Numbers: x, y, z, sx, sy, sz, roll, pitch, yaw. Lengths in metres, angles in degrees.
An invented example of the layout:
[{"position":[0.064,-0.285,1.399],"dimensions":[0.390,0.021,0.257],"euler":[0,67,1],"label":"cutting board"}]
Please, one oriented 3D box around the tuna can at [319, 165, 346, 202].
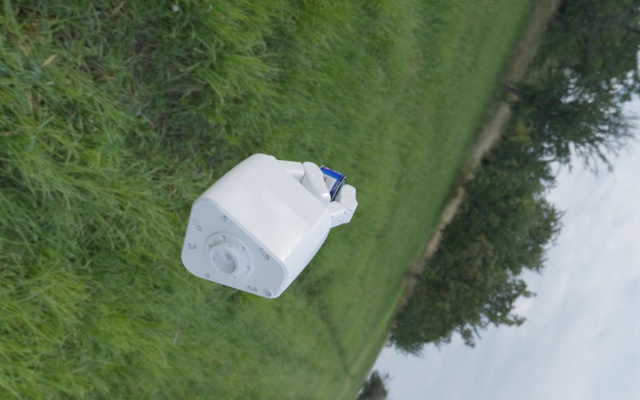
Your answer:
[{"position":[0.001,0.002,0.590],"dimensions":[0.034,0.086,0.086],"euler":[24,3,8],"label":"tuna can"}]
